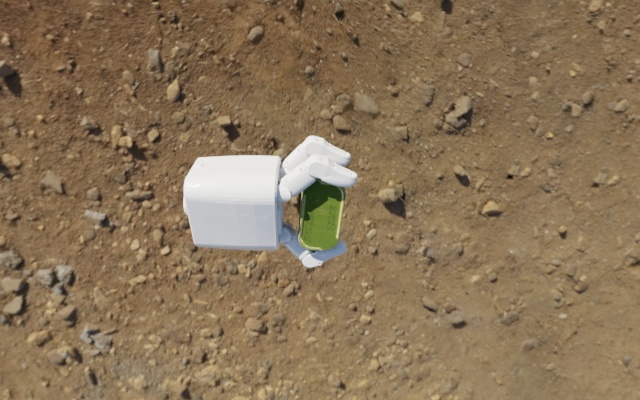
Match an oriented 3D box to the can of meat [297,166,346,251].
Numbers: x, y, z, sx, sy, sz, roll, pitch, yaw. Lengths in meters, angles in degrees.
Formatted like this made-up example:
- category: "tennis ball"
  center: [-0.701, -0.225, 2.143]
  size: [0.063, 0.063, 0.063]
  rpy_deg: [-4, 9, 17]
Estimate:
- category: "can of meat"
  center: [0.000, 0.002, 0.609]
  size: [0.057, 0.102, 0.084]
  rpy_deg: [4, 26, -3]
